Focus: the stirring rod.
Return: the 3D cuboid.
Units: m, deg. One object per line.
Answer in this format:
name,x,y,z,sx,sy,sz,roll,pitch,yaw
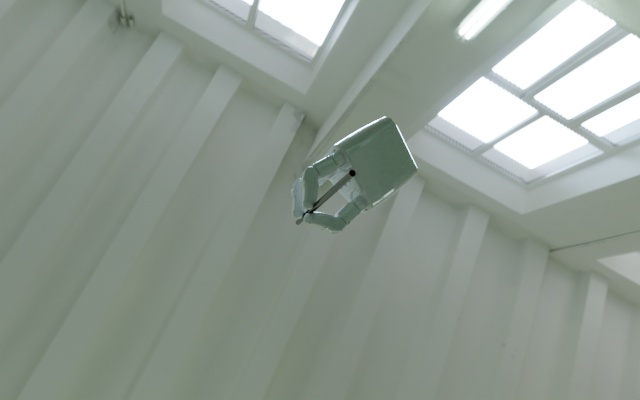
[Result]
stirring rod,0.000,0.002,0.640,0.011,0.011,0.239,0,-16,-18
